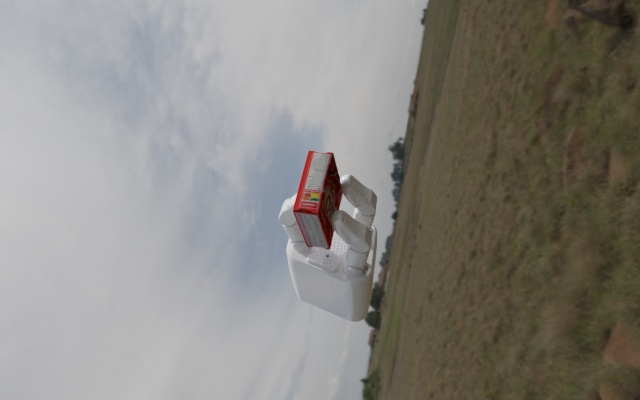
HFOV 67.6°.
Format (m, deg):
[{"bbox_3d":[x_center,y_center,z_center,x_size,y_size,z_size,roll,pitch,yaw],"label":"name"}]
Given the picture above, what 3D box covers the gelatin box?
[{"bbox_3d":[0.000,0.001,0.509,0.030,0.073,0.089,7,-28,14],"label":"gelatin box"}]
